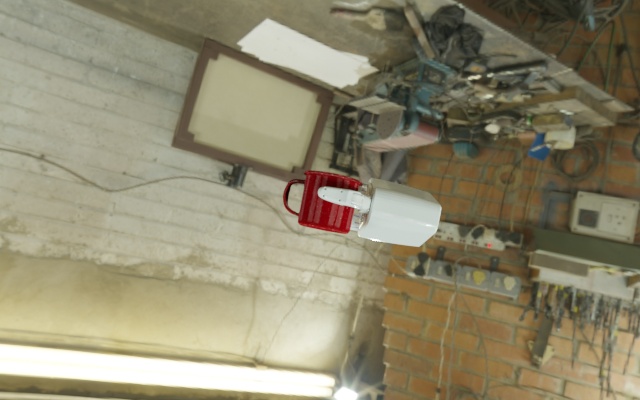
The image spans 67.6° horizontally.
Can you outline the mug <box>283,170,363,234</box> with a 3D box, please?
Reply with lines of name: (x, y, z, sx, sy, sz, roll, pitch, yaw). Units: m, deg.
mug: (-0.001, 0.002, 0.729, 0.117, 0.081, 0.093, 11, -5, 0)
